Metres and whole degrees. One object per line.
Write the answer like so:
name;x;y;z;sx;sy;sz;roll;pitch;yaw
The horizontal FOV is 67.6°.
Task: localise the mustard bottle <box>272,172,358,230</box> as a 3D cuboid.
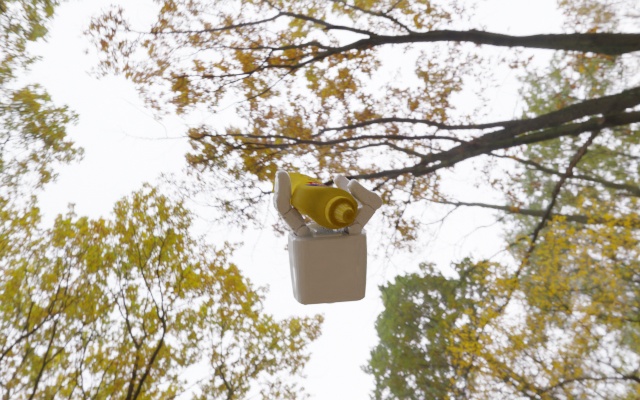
mustard bottle;0.000;0.002;0.698;0.096;0.058;0.191;19;4;-25
